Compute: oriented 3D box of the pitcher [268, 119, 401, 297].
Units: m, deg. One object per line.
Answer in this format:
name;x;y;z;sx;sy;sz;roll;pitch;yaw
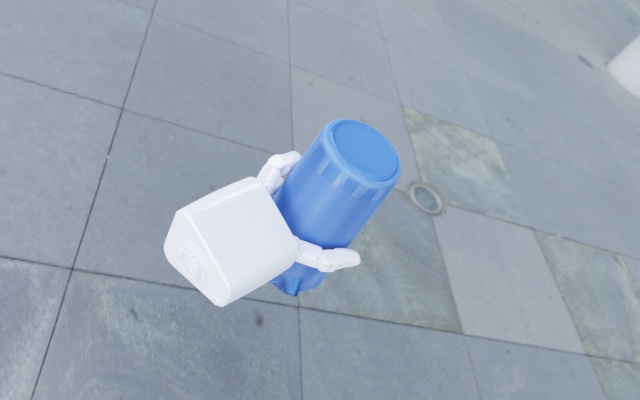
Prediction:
pitcher;0.000;0.002;0.643;0.145;0.149;0.243;-25;-21;-43
